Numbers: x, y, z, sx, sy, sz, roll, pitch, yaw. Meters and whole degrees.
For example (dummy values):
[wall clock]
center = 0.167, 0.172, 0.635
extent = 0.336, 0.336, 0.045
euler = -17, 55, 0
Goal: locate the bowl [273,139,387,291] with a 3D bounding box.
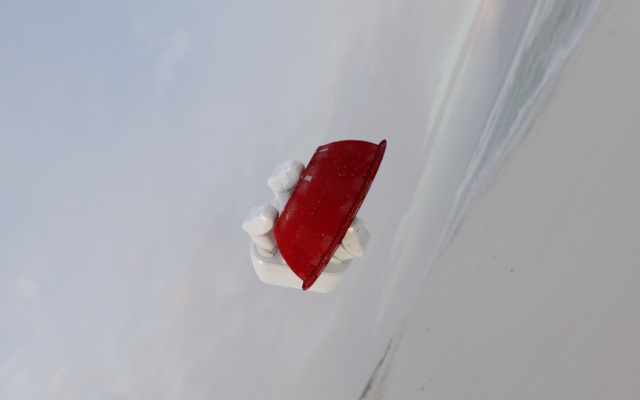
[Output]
[bowl]
center = 0.000, 0.001, 0.453
extent = 0.055, 0.162, 0.162
euler = 29, -2, -3
